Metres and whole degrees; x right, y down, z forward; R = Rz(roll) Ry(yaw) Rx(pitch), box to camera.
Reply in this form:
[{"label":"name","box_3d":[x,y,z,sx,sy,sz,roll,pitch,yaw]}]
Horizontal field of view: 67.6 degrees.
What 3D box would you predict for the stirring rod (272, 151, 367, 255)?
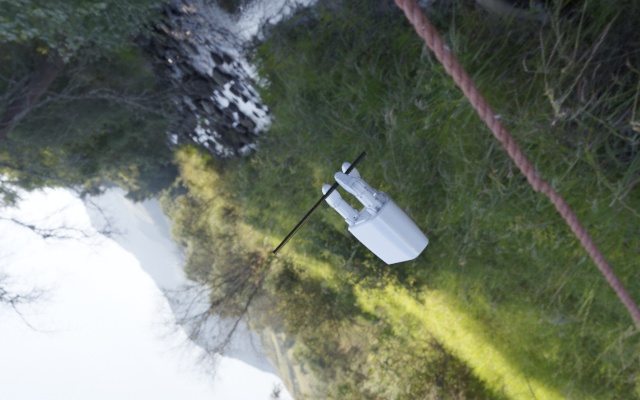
[{"label":"stirring rod","box_3d":[0.000,0.003,0.833,0.011,0.239,0.011,41,-9,8]}]
